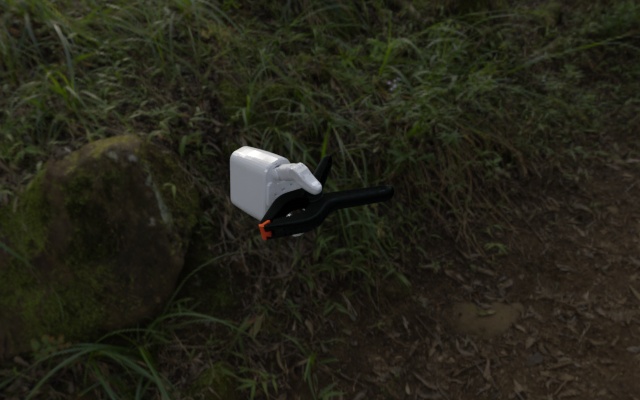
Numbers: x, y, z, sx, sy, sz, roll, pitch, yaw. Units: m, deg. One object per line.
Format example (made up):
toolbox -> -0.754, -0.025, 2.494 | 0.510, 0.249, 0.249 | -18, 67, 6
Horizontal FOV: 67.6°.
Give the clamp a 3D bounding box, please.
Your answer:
clamp -> -0.001, 0.002, 0.747 | 0.164, 0.036, 0.210 | 24, 48, 39
